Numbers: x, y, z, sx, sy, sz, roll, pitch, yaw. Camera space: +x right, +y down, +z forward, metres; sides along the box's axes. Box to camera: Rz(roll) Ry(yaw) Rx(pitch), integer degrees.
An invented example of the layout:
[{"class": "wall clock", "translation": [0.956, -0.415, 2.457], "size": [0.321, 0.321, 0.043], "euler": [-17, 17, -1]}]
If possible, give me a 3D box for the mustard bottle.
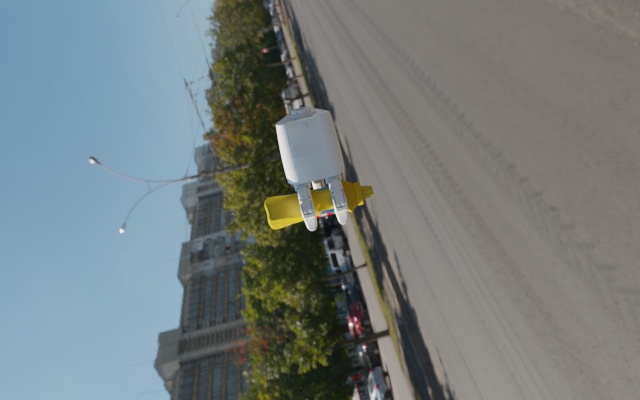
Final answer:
[{"class": "mustard bottle", "translation": [0.000, 0.003, 0.858], "size": [0.191, 0.058, 0.096], "euler": [-13, -5, 0]}]
